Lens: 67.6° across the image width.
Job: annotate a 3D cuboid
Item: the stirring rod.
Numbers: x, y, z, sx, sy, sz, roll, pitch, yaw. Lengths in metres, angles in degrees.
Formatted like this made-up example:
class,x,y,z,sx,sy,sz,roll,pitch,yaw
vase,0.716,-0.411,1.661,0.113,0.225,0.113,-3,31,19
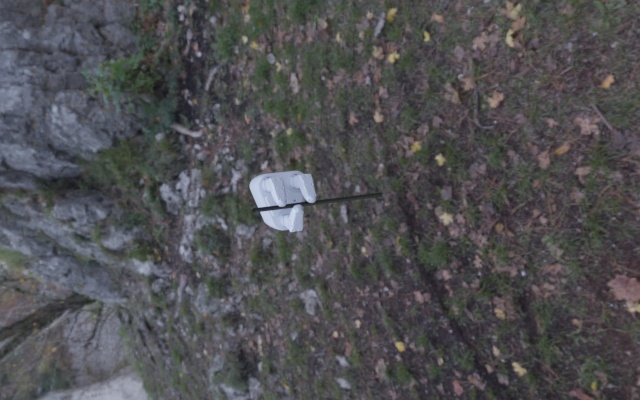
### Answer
class,x,y,z,sx,sy,sz,roll,pitch,yaw
stirring rod,0.000,0.003,0.847,0.239,0.011,0.011,-7,2,-19
